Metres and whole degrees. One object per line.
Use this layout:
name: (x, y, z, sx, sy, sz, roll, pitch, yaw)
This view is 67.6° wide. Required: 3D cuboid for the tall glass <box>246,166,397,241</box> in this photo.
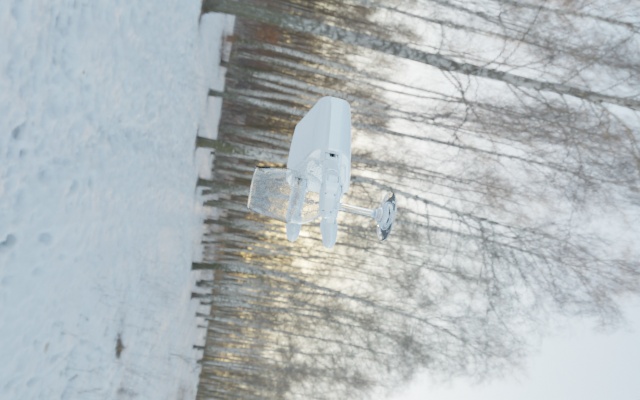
tall glass: (0.001, 0.002, 0.673, 0.201, 0.079, 0.079, 12, -2, -10)
